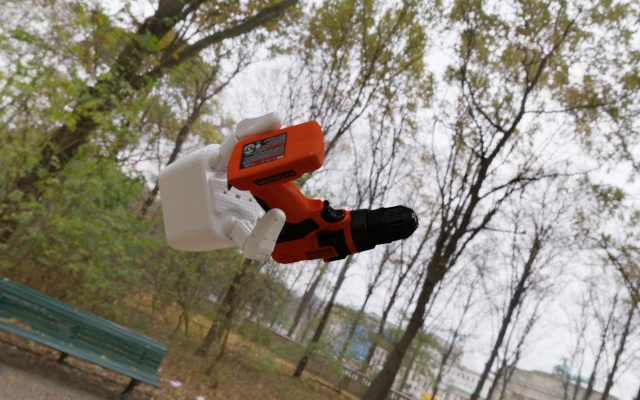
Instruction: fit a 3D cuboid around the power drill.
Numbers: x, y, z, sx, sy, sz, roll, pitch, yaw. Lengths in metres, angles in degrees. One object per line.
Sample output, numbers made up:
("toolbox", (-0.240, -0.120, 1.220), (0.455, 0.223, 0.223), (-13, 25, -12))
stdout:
("power drill", (0.000, 0.001, 0.521), (0.184, 0.057, 0.188), (-14, -42, 16))
